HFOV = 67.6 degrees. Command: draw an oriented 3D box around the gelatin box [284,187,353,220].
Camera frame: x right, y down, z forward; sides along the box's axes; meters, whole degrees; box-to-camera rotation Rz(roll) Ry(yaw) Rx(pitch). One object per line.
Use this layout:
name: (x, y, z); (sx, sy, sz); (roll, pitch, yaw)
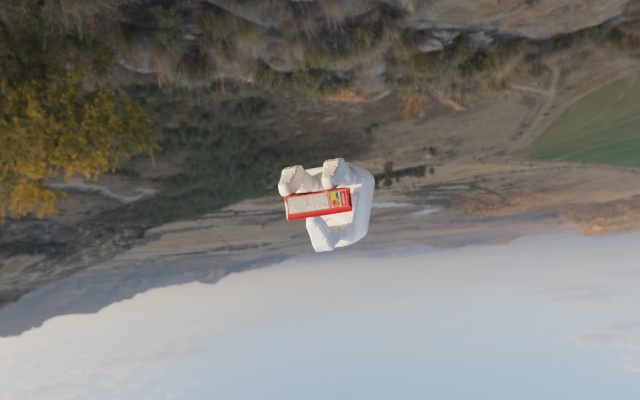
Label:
gelatin box: (0.000, 0.002, 0.562); (0.073, 0.030, 0.089); (-8, 1, 4)
